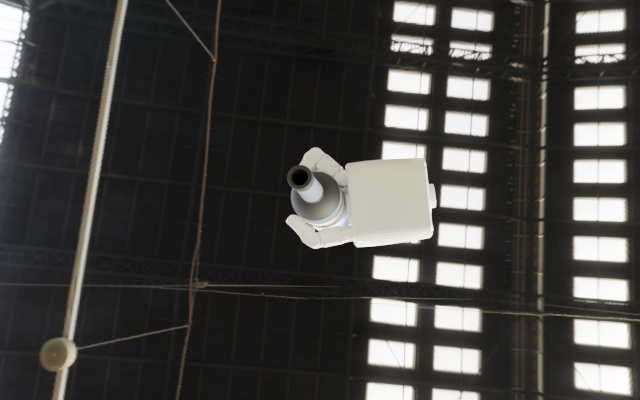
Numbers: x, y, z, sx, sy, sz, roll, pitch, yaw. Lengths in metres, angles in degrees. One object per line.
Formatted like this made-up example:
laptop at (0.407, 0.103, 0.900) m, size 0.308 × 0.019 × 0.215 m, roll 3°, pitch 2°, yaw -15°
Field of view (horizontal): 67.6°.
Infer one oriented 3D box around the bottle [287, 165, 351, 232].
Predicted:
bottle at (0.000, 0.002, 0.656) m, size 0.069 × 0.069 × 0.296 m, roll 0°, pitch -11°, yaw 9°
